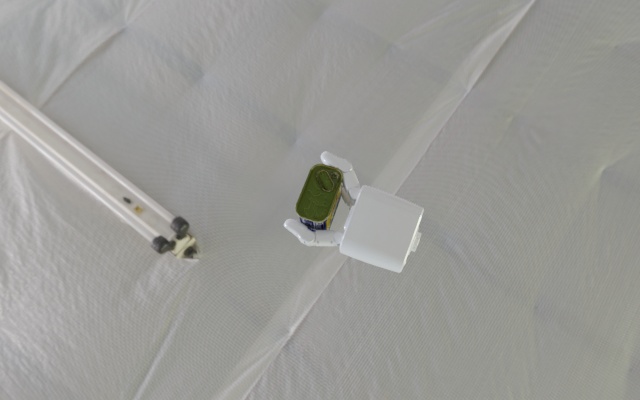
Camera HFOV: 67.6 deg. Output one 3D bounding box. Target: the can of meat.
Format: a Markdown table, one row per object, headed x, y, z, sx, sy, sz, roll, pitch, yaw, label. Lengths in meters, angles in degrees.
| x | y | z | sx | sy | sz | roll | pitch | yaw | label |
| --- | --- | --- | --- | --- | --- | --- | --- | --- | --- |
| 0.000 | 0.003 | 0.810 | 0.057 | 0.102 | 0.084 | 17 | -21 | 10 | can of meat |
